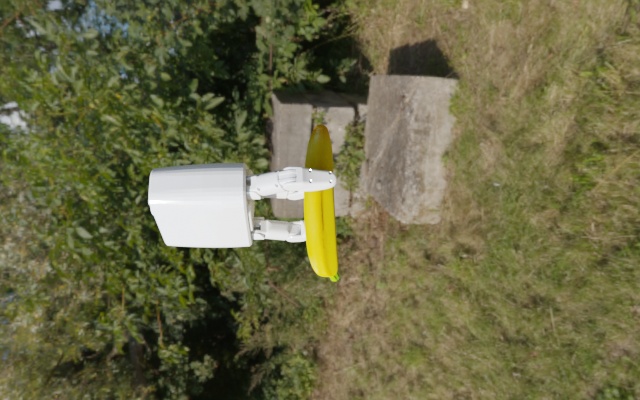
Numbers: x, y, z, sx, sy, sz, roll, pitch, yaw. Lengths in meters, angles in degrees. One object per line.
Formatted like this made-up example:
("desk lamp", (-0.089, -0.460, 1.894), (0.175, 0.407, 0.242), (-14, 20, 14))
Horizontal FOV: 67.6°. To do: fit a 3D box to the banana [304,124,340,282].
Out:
("banana", (0.000, 0.007, 0.569), (0.037, 0.198, 0.069), (-3, 5, 3))
